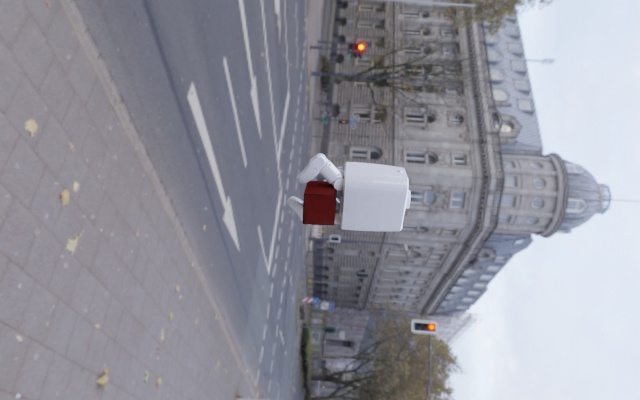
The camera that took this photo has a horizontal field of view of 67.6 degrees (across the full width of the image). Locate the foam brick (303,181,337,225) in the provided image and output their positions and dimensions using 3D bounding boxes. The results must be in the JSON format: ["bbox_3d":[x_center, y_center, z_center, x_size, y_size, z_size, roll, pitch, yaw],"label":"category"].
[{"bbox_3d":[0.000,0.003,0.789,0.051,0.053,0.078,4,20,3],"label":"foam brick"}]
